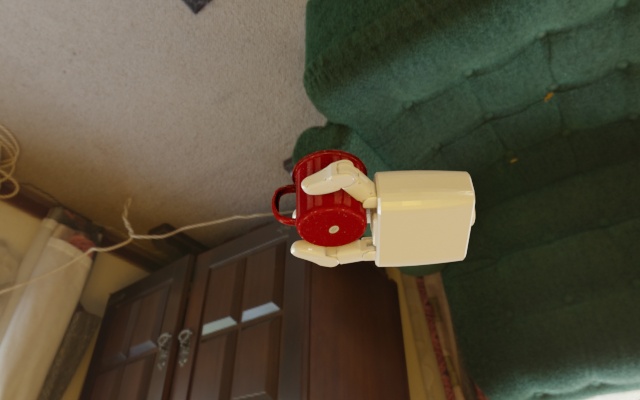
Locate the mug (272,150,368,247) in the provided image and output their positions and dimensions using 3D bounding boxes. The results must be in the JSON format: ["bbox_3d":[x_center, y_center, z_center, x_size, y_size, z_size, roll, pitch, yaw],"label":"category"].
[{"bbox_3d":[-0.001,0.002,0.564,0.117,0.081,0.093,-3,-38,2],"label":"mug"}]
